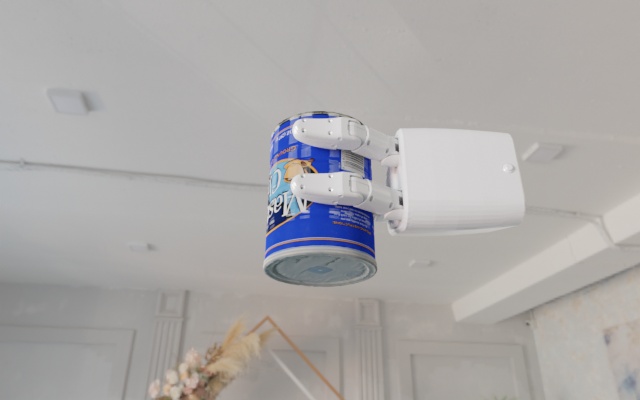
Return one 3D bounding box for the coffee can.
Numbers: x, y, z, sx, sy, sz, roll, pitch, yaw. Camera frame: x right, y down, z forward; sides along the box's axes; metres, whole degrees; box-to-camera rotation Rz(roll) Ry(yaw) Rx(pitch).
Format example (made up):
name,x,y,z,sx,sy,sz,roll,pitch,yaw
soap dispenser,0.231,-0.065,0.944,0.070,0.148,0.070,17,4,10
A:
name,x,y,z,sx,sy,sz,roll,pitch,yaw
coffee can,0.000,0.002,0.459,0.103,0.140,0.103,0,-25,0
